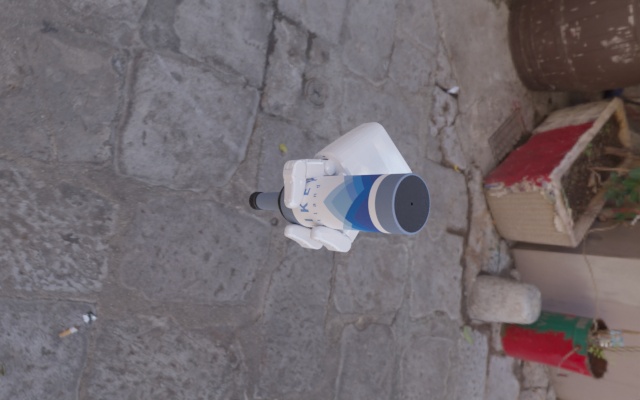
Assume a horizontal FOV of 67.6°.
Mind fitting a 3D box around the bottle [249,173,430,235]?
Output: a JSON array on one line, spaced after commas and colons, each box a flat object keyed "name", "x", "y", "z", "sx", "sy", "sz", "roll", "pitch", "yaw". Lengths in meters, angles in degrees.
[{"name": "bottle", "x": 0.000, "y": 0.002, "z": 0.619, "sx": 0.069, "sy": 0.069, "sz": 0.295, "roll": 0, "pitch": 1, "yaw": -42}]
